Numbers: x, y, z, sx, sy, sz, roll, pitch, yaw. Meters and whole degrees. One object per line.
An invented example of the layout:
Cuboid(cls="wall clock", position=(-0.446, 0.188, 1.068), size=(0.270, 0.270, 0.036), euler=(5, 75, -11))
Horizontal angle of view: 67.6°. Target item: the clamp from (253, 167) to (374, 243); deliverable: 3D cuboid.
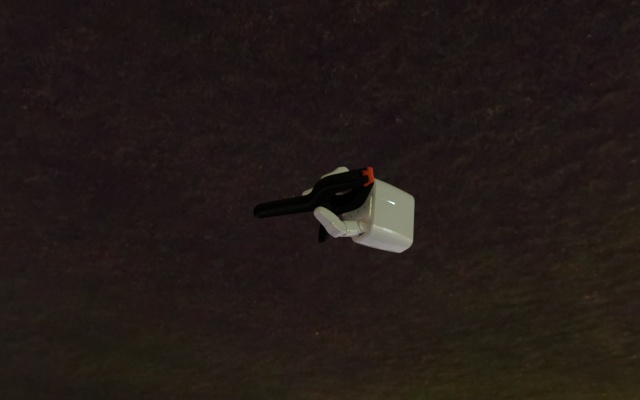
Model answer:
Cuboid(cls="clamp", position=(0.001, 0.003, 0.796), size=(0.164, 0.036, 0.210), euler=(19, -40, -33))
